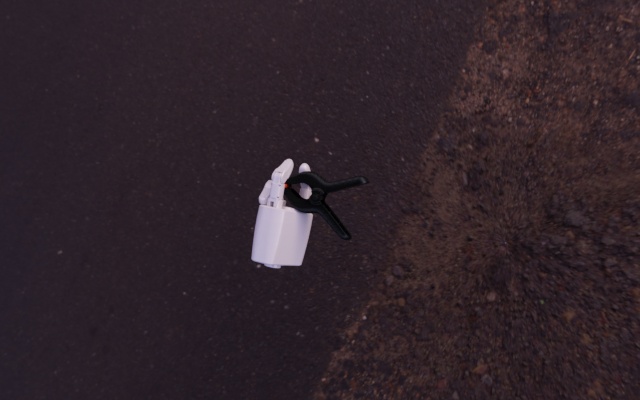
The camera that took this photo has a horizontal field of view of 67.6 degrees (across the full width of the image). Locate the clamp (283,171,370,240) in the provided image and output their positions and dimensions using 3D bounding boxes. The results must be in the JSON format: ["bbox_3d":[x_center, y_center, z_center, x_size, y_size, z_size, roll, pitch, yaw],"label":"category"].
[{"bbox_3d":[0.000,0.003,0.885,0.171,0.120,0.039,11,0,22],"label":"clamp"}]
